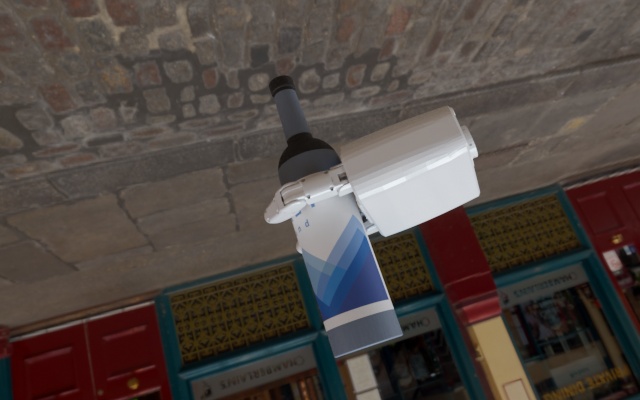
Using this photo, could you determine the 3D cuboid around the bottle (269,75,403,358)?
[{"bbox_3d":[0.000,0.002,0.484,0.069,0.295,0.069,-17,-18,-6],"label":"bottle"}]
